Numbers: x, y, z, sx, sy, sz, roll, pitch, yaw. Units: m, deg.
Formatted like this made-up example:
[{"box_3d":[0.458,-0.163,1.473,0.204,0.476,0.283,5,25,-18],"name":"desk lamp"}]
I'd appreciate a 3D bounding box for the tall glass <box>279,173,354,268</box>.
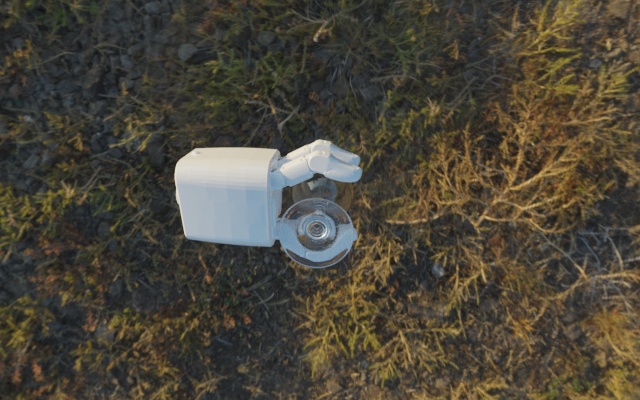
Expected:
[{"box_3d":[0.000,0.002,0.561,0.079,0.079,0.201,0,18,3],"name":"tall glass"}]
